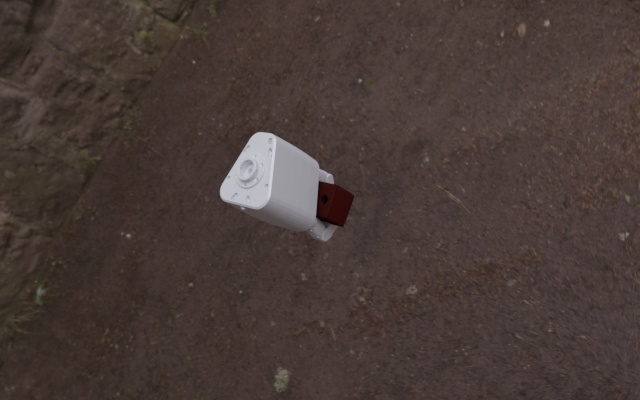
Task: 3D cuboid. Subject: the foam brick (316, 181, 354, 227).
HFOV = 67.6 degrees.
[{"bbox_3d":[0.000,0.002,0.719,0.078,0.053,0.051,12,-11,35],"label":"foam brick"}]
